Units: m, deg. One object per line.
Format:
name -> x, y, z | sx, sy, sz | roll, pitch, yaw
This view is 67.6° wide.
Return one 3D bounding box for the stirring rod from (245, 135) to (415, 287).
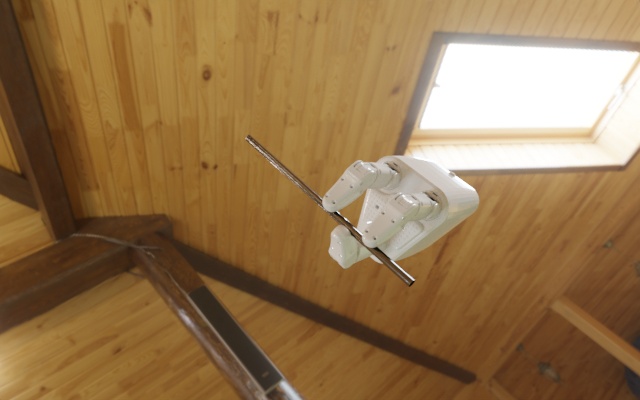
stirring rod -> 0.000, 0.002, 0.471 | 0.239, 0.011, 0.011 | 42, 22, 28
